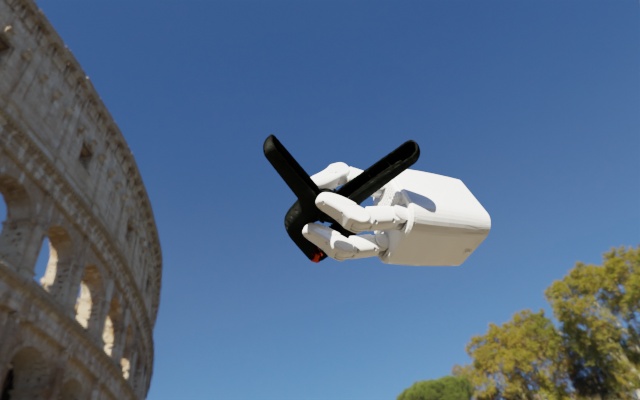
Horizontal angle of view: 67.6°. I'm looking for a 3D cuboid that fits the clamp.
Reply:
[{"bbox_3d":[0.000,0.002,0.551,0.164,0.036,0.210,6,-42,-17],"label":"clamp"}]
